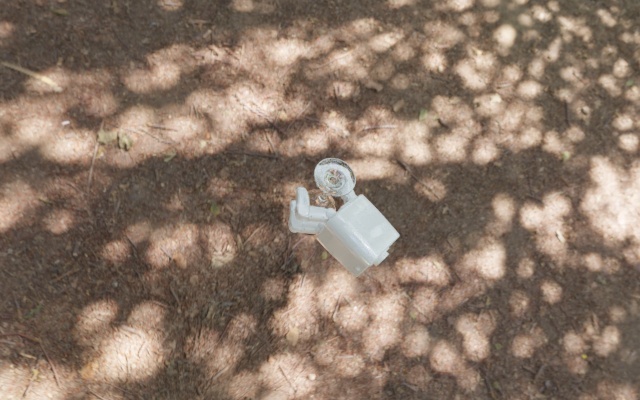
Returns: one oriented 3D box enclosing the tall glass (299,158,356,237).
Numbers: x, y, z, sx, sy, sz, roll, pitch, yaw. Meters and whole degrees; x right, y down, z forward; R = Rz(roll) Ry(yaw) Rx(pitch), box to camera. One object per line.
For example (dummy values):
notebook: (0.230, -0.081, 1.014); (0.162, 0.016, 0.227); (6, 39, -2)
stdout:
tall glass: (0.000, 0.002, 0.897); (0.079, 0.079, 0.201); (0, -25, -16)
